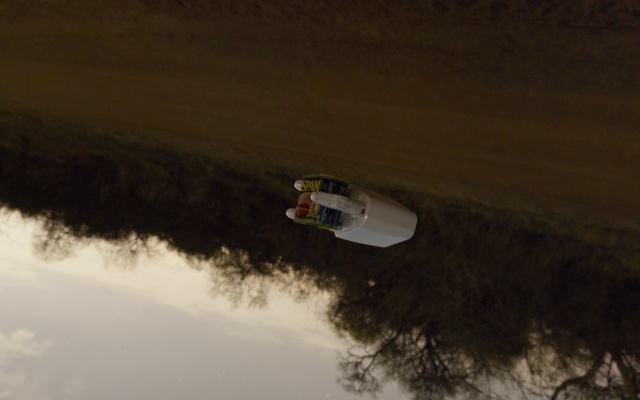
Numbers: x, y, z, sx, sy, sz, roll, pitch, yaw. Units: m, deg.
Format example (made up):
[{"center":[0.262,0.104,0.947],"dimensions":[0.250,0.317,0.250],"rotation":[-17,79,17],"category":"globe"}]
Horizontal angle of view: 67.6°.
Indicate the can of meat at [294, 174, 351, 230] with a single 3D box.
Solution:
[{"center":[0.000,0.003,0.820],"dimensions":[0.057,0.084,0.102],"rotation":[17,-6,-27],"category":"can of meat"}]
